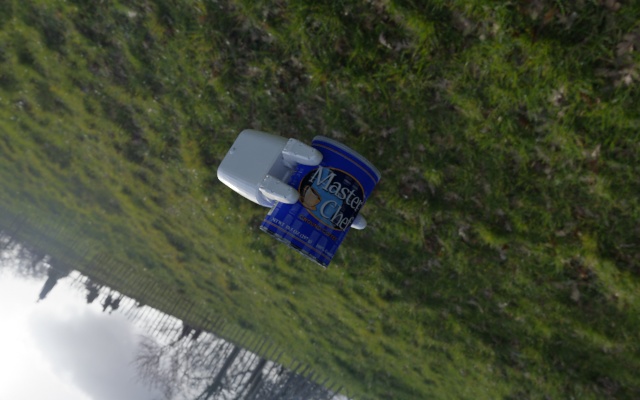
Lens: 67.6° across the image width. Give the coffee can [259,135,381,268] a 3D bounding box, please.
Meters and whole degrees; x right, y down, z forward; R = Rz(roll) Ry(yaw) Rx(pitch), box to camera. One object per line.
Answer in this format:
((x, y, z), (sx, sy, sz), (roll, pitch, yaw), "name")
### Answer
((0.000, 0.002, 0.621), (0.103, 0.140, 0.103), (31, -8, 5), "coffee can")
